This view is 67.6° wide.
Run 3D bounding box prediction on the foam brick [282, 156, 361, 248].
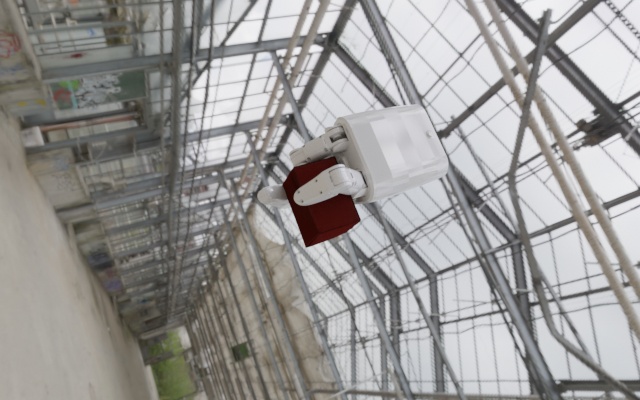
[{"bbox_3d":[0.000,0.002,0.511,0.051,0.078,0.053,-16,-14,-23],"label":"foam brick"}]
